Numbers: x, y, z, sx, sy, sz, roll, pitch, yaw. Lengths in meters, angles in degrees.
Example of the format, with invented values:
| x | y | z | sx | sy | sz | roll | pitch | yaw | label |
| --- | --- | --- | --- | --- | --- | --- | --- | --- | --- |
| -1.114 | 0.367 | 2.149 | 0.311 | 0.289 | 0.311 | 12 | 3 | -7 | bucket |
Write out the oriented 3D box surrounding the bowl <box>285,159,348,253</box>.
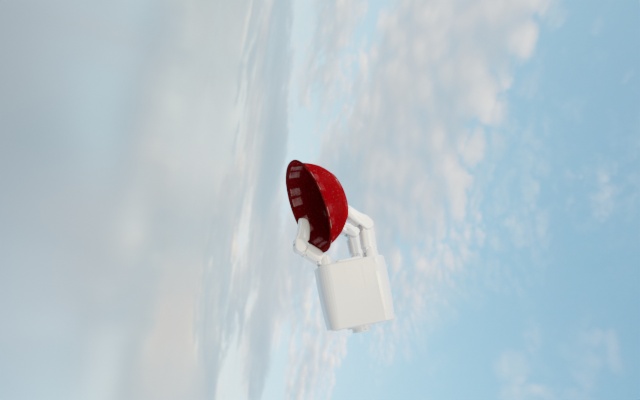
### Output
| x | y | z | sx | sy | sz | roll | pitch | yaw | label |
| --- | --- | --- | --- | --- | --- | --- | --- | --- | --- |
| 0.000 | 0.001 | 0.797 | 0.055 | 0.162 | 0.162 | -20 | 8 | -22 | bowl |
